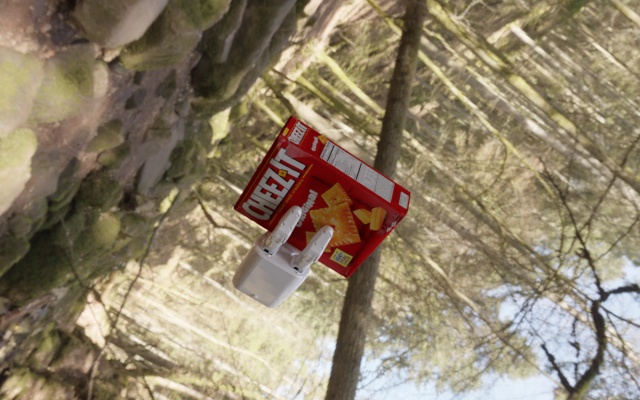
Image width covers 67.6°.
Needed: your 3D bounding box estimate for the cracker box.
[{"bbox_3d":[0.000,0.002,0.717,0.214,0.164,0.072,32,36,-8],"label":"cracker box"}]
